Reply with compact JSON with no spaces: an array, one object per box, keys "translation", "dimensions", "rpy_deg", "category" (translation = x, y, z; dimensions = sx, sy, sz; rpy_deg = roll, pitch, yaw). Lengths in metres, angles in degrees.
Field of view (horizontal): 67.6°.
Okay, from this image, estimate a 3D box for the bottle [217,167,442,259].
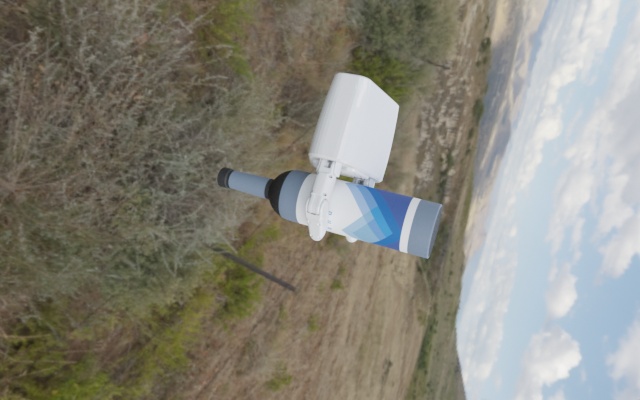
[{"translation":[0.000,0.002,0.610],"dimensions":[0.295,0.069,0.069],"rpy_deg":[14,5,19],"category":"bottle"}]
